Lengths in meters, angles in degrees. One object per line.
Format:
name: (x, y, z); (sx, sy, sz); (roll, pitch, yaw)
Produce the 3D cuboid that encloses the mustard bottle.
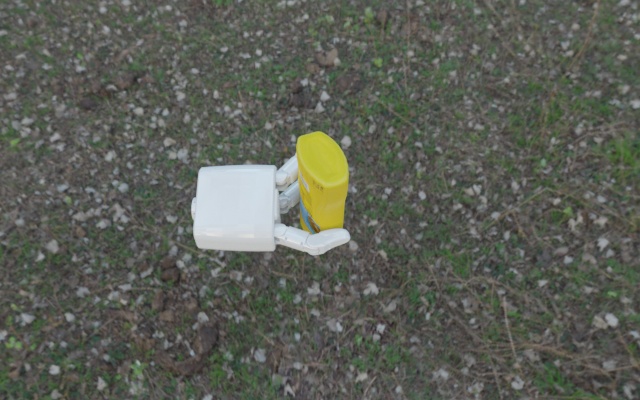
mustard bottle: (0.000, 0.002, 0.669); (0.058, 0.096, 0.192); (-19, -34, -15)
